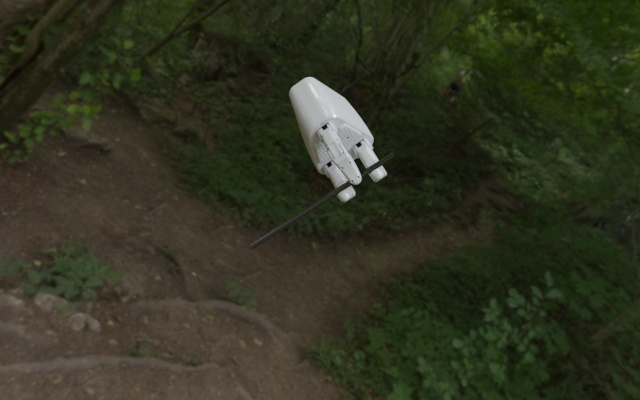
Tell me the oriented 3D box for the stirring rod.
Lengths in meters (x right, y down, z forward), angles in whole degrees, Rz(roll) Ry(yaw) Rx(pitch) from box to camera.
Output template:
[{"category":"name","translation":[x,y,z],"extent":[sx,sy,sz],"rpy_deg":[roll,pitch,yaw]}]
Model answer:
[{"category":"stirring rod","translation":[0.000,0.002,0.666],"extent":[0.239,0.011,0.011],"rpy_deg":[-33,-6,10]}]
